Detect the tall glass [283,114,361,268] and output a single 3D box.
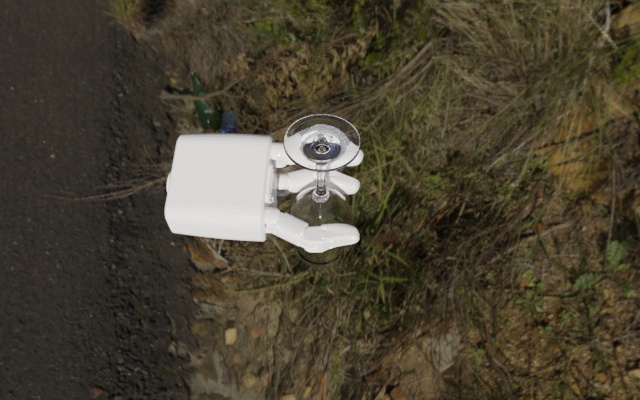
[{"bbox_3d":[0.000,0.001,0.535,0.079,0.079,0.201,0,-36,0],"label":"tall glass"}]
